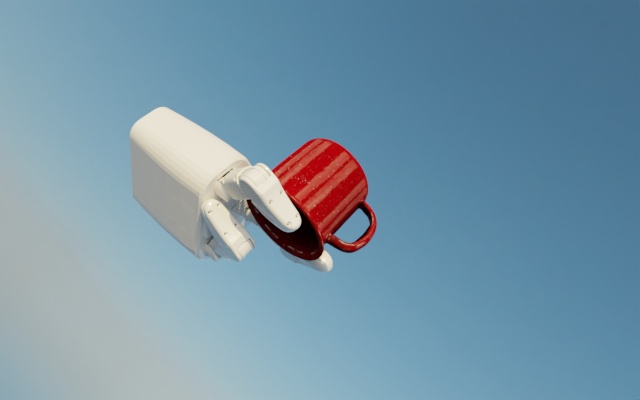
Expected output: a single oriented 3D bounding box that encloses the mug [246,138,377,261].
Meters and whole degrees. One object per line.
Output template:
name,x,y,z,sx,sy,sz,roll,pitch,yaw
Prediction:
mug,0.001,0.002,0.443,0.117,0.081,0.093,34,-32,20
